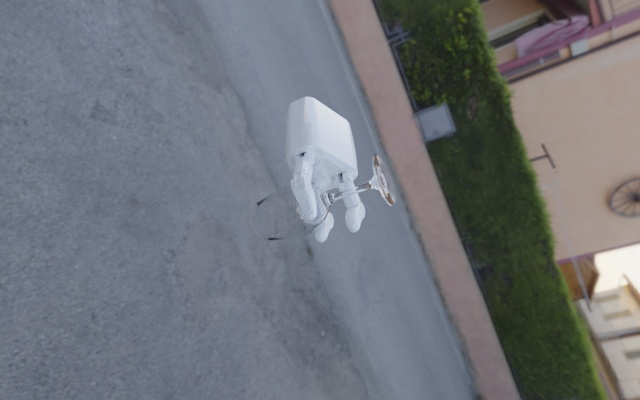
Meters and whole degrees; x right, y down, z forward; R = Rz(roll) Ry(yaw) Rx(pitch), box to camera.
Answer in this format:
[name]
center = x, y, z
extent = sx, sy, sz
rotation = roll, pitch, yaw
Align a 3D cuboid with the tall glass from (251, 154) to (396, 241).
[tall glass]
center = 0.001, 0.002, 0.683
extent = 0.201, 0.079, 0.079
rotation = -19, -8, 22
